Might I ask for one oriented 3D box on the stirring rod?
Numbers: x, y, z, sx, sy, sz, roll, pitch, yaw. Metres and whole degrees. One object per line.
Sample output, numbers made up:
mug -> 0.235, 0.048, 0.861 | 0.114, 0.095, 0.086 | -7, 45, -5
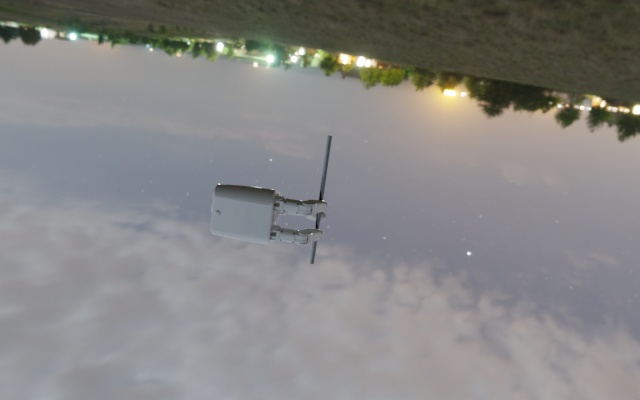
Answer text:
stirring rod -> 0.000, 0.003, 0.860 | 0.011, 0.239, 0.011 | 7, 16, -2
